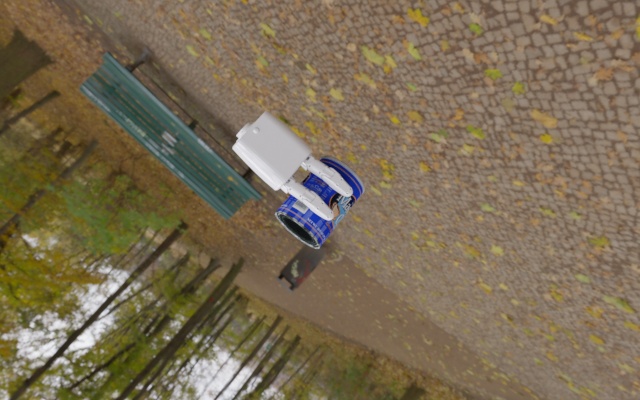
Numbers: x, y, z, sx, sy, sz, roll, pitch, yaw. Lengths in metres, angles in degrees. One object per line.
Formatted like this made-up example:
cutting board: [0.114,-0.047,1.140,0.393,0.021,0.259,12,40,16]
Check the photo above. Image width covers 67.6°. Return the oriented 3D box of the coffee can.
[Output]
coffee can: [0.000,0.003,0.877,0.103,0.140,0.103,35,-17,13]
